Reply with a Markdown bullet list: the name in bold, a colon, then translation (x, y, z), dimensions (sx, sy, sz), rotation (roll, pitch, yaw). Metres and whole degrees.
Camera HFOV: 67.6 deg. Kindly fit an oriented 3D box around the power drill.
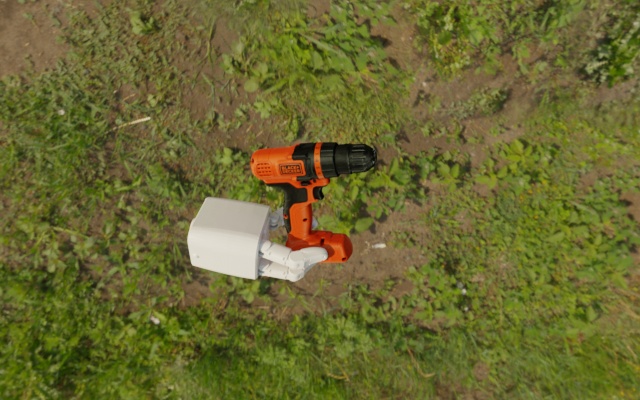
- **power drill**: translation (0.000, 0.003, 0.714), dimensions (0.184, 0.188, 0.057), rotation (-1, 27, 18)
